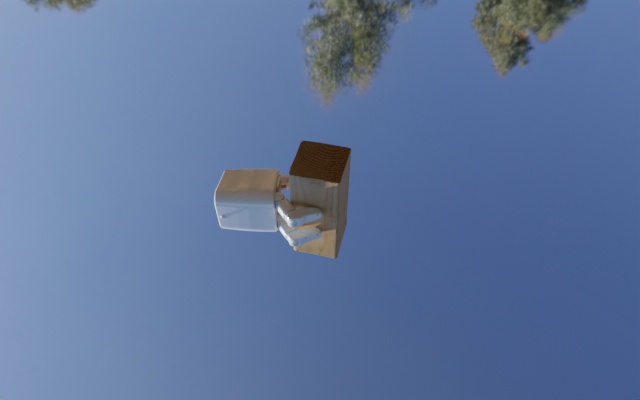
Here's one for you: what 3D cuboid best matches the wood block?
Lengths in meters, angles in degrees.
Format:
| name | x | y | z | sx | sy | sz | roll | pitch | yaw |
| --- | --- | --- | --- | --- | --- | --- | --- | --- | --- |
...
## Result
| name | x | y | z | sx | sy | sz | roll | pitch | yaw |
| --- | --- | --- | --- | --- | --- | --- | --- | --- | --- |
| wood block | 0.000 | 0.003 | 0.870 | 0.090 | 0.090 | 0.206 | 10 | -41 | 9 |
